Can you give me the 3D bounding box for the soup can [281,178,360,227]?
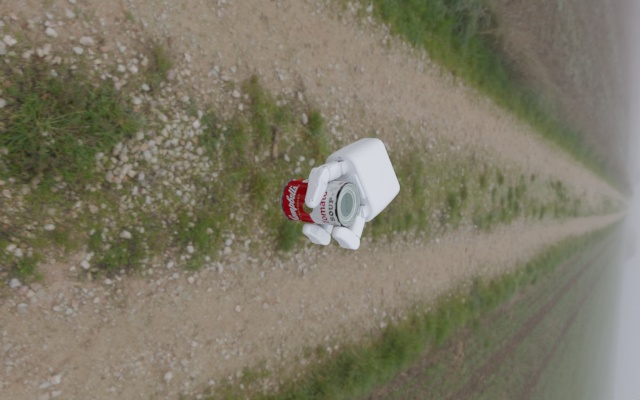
[{"bbox_3d":[0.000,0.002,0.724,0.102,0.068,0.068,6,3,34],"label":"soup can"}]
